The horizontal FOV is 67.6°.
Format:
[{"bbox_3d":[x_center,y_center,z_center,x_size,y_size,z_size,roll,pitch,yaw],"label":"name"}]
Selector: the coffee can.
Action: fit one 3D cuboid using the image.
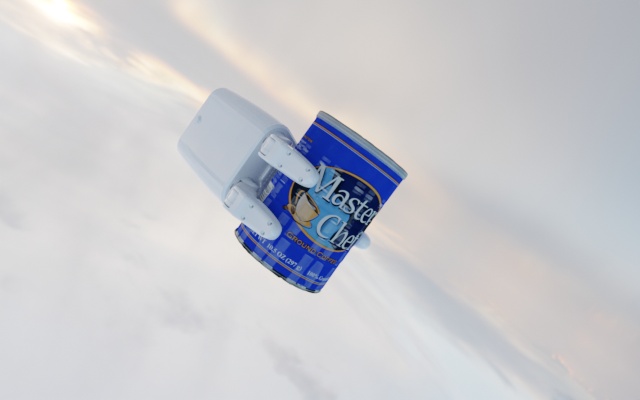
[{"bbox_3d":[0.000,0.001,0.455,0.103,0.140,0.103,36,5,-4],"label":"coffee can"}]
